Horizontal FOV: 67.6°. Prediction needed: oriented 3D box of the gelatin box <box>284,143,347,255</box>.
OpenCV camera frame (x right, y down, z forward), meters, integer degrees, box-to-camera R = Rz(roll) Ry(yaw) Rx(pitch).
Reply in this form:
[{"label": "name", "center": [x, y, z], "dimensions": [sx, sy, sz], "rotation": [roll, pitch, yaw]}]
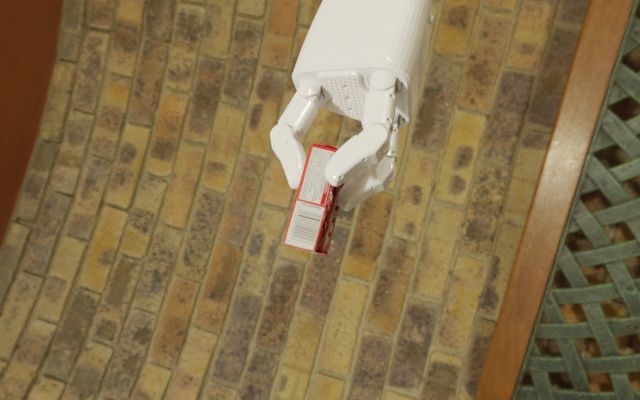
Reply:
[{"label": "gelatin box", "center": [0.000, 0.002, 0.420], "dimensions": [0.030, 0.089, 0.073], "rotation": [14, -6, 10]}]
